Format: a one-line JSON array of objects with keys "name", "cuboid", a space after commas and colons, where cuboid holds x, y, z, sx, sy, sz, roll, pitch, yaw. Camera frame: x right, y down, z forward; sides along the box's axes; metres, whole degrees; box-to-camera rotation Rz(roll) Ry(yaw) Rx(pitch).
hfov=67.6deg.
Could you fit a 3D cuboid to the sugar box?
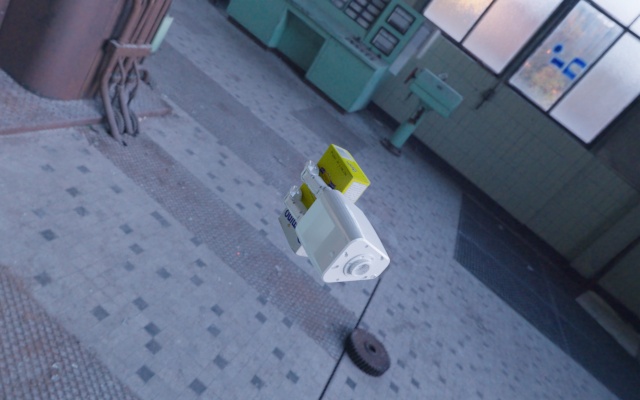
[{"name": "sugar box", "cuboid": [0.000, 0.003, 0.800, 0.048, 0.176, 0.093, 17, 31, -39]}]
